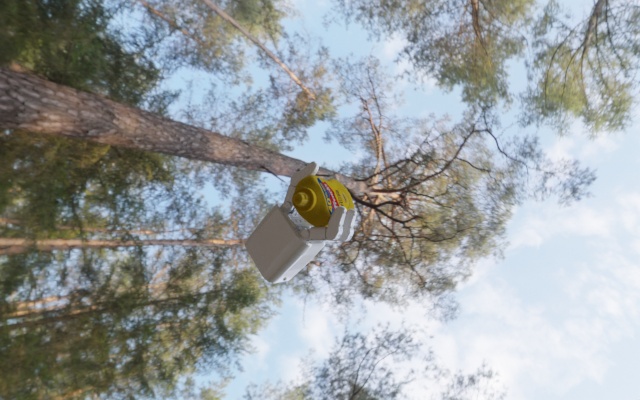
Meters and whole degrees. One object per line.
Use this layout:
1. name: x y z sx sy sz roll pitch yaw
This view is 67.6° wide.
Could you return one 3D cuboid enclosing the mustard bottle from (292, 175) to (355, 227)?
1. mustard bottle: 0.001 0.003 0.857 0.058 0.096 0.191 -23 -12 21
